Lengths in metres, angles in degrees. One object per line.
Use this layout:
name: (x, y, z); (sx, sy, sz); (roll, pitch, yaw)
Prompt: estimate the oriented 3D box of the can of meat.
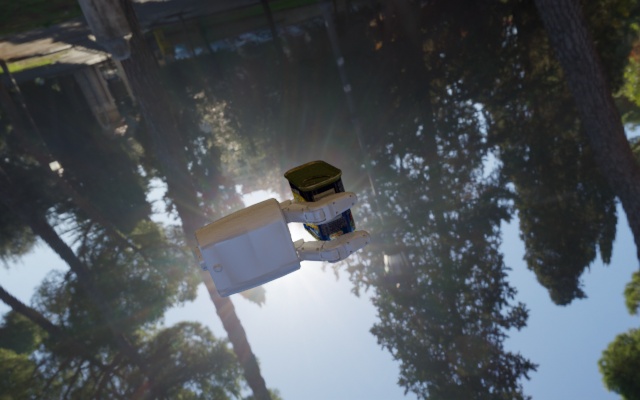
can of meat: (0.000, 0.002, 0.618); (0.057, 0.084, 0.102); (-22, 20, -13)
